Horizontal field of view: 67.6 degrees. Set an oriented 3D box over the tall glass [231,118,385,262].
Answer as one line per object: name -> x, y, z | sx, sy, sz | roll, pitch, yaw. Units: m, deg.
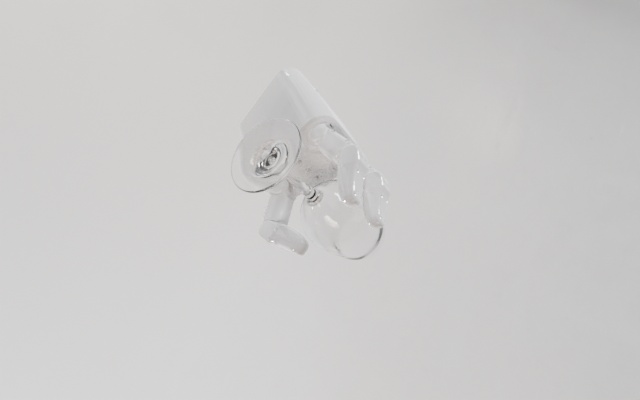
tall glass -> 0.000, 0.001, 0.490 | 0.079, 0.079, 0.201 | 0, -25, 33
